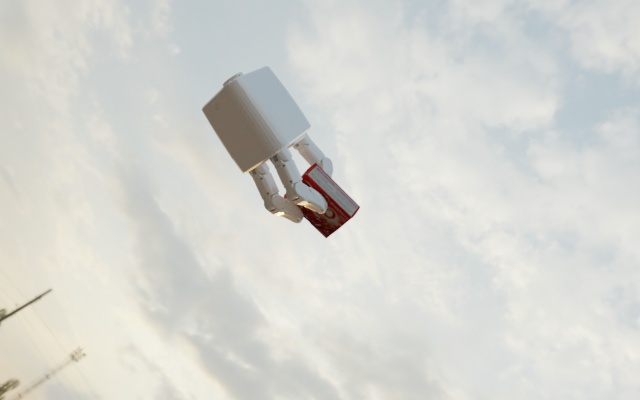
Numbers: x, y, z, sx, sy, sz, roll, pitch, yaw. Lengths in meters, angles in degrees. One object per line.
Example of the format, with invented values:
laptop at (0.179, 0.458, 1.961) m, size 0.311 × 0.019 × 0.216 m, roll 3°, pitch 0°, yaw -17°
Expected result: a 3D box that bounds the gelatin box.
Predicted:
gelatin box at (0.001, 0.002, 0.665) m, size 0.030 × 0.089 × 0.073 m, roll -48°, pitch 3°, yaw -40°
